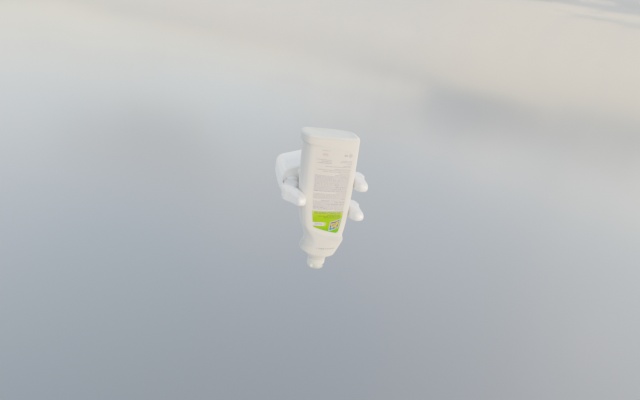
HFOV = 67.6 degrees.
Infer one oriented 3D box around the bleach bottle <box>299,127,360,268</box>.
[{"bbox_3d":[0.000,0.003,0.840,0.102,0.251,0.068,4,21,-14],"label":"bleach bottle"}]
